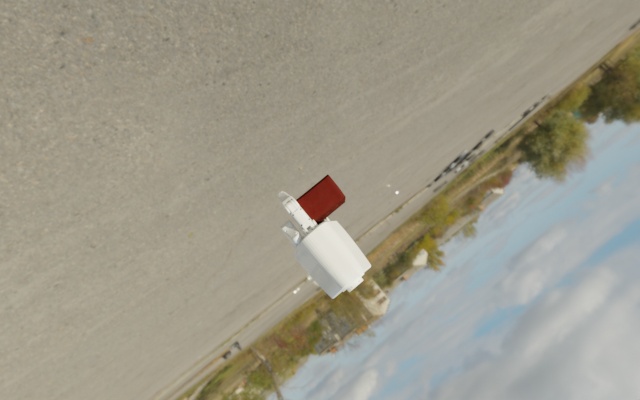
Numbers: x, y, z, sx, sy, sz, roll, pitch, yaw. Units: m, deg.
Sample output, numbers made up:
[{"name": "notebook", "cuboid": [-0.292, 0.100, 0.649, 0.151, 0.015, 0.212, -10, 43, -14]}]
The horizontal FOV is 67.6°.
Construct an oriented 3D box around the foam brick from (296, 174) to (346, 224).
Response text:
[{"name": "foam brick", "cuboid": [0.000, 0.002, 0.844, 0.078, 0.051, 0.053, -39, -11, -6]}]
